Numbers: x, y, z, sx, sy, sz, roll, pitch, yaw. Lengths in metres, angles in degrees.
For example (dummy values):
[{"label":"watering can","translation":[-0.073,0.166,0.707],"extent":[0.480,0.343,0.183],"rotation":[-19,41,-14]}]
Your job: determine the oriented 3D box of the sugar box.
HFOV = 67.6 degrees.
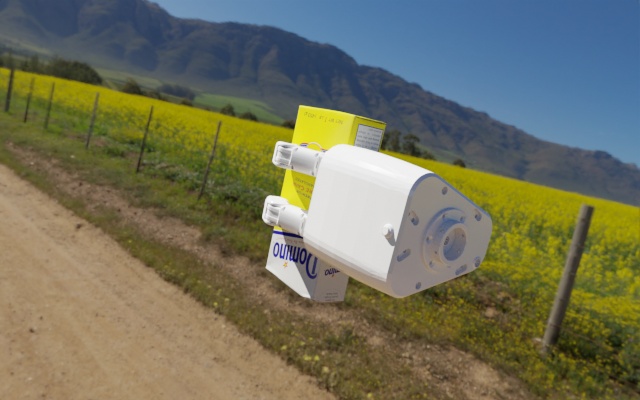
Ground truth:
[{"label":"sugar box","translation":[0.000,0.001,0.469],"extent":[0.048,0.176,0.093],"rotation":[9,9,-37]}]
